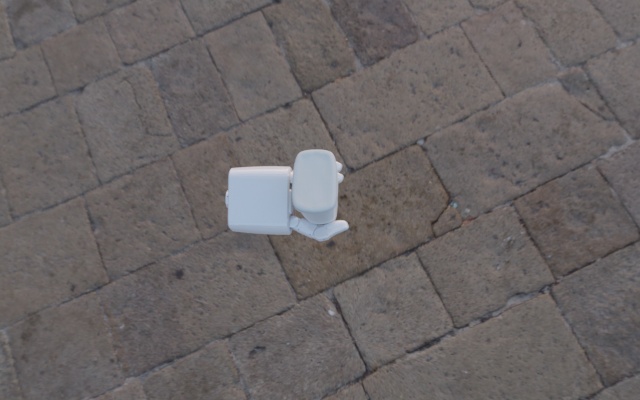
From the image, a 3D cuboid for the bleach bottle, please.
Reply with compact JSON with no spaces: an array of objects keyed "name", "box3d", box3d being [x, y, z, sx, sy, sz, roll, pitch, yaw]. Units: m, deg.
[{"name":"bleach bottle","box3d":[0.000,0.003,0.818,0.068,0.102,0.251,0,-16,4]}]
